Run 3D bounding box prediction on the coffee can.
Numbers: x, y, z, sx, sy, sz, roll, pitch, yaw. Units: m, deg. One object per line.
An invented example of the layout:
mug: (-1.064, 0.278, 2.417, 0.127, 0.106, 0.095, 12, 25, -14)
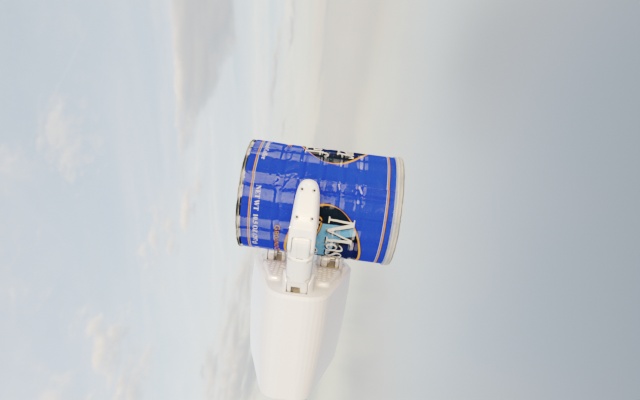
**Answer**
coffee can: (0.000, 0.001, 0.451, 0.140, 0.103, 0.103, 7, 0, 1)
